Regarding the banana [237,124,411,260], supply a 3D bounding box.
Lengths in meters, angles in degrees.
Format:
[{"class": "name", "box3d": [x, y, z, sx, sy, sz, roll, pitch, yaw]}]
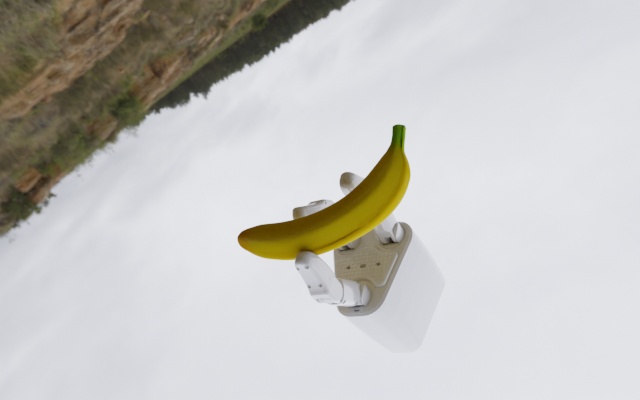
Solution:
[{"class": "banana", "box3d": [0.007, 0.013, 0.434, 0.198, 0.069, 0.037, -33, -42, 17]}]
